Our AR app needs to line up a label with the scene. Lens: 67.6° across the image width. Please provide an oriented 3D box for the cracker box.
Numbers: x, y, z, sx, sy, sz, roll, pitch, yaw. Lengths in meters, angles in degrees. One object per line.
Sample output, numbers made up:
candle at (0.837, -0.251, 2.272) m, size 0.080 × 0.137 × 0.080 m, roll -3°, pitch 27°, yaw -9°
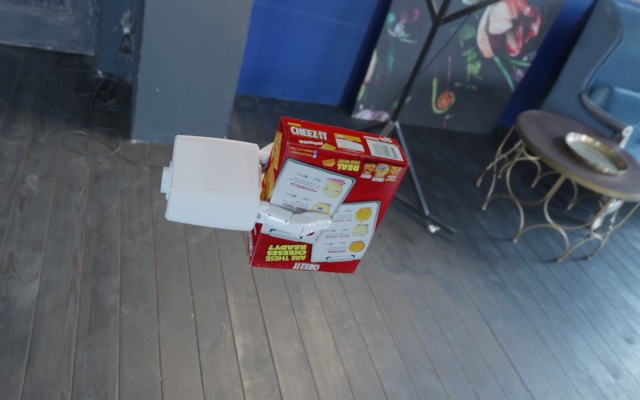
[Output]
cracker box at (0.000, 0.002, 0.659) m, size 0.164 × 0.214 × 0.072 m, roll 7°, pitch 39°, yaw -18°
